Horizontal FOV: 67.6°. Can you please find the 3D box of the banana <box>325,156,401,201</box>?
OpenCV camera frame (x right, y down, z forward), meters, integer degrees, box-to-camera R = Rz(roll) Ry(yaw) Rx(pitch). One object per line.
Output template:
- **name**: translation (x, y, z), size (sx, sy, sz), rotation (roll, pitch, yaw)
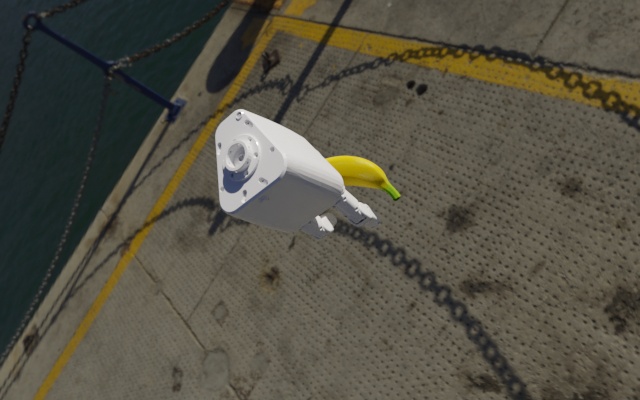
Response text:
- **banana**: translation (0.000, -0.017, 0.615), size (0.198, 0.069, 0.037), rotation (-11, -5, 27)
